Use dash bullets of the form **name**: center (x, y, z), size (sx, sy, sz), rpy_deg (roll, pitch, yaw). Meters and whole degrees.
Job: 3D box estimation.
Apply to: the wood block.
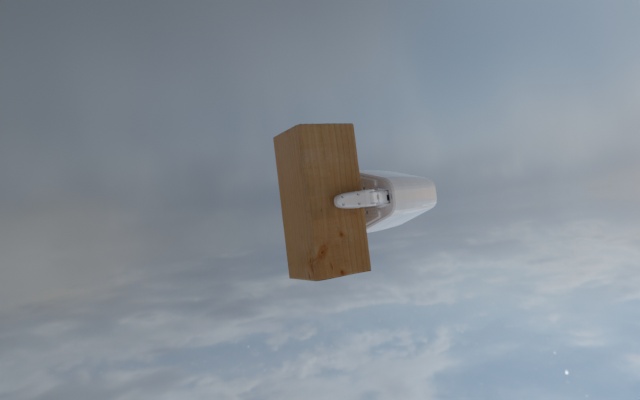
- **wood block**: center (0.001, 0.002, 0.674), size (0.090, 0.206, 0.091), rpy_deg (-6, -3, -29)
